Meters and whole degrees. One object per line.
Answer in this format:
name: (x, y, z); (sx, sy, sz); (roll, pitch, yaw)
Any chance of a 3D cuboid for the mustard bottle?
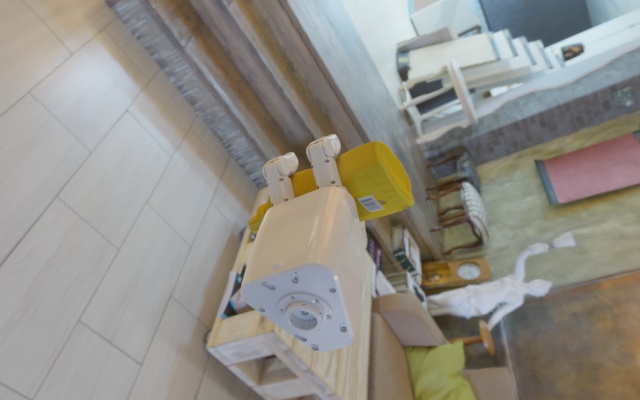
mustard bottle: (0.000, 0.001, 0.538); (0.191, 0.058, 0.096); (-20, -35, 24)
